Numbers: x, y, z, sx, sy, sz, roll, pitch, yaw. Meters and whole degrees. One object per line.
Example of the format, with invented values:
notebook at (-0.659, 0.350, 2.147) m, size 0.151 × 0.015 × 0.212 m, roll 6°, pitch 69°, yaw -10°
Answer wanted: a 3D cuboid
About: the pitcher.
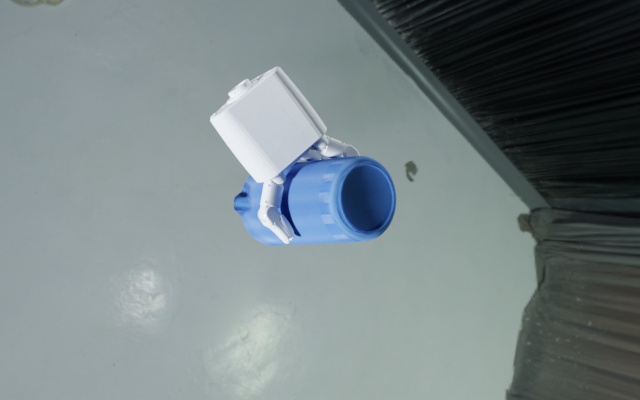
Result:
pitcher at (0.000, 0.002, 0.693) m, size 0.149 × 0.145 × 0.243 m, roll -48°, pitch 23°, yaw -26°
